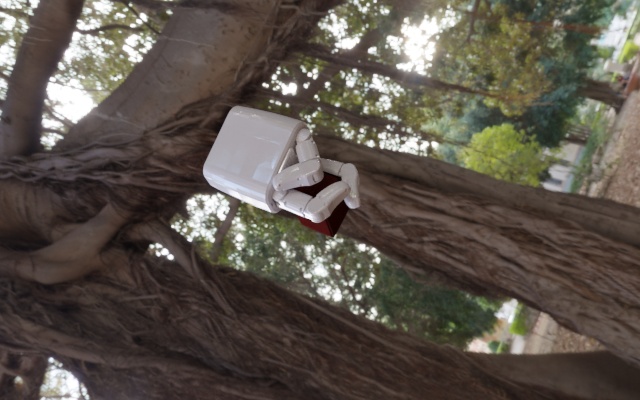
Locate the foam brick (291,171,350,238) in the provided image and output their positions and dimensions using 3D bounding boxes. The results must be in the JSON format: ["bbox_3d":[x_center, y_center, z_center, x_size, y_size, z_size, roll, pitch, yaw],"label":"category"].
[{"bbox_3d":[0.000,0.002,0.624,0.051,0.053,0.078,19,-26,24],"label":"foam brick"}]
